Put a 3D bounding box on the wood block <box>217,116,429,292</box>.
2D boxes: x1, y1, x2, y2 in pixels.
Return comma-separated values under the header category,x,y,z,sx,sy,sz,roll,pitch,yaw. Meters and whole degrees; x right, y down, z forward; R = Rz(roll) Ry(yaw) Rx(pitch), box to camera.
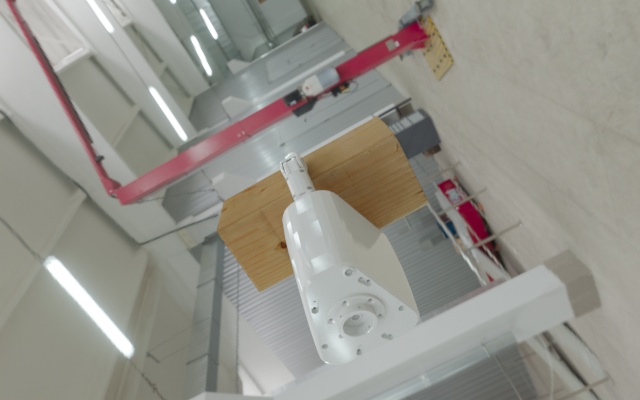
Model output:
category,x,y,z,sx,sy,sz,roll,pitch,yaw
wood block,0.000,0.002,0.533,0.206,0.091,0.090,-28,21,6
